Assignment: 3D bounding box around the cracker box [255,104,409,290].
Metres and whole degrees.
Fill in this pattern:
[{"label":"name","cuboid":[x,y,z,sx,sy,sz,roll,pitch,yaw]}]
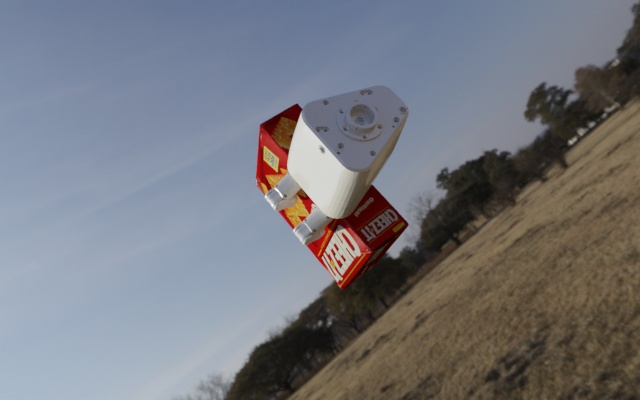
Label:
[{"label":"cracker box","cuboid":[0.000,0.002,0.647,0.072,0.213,0.164,-34,-15,-23]}]
